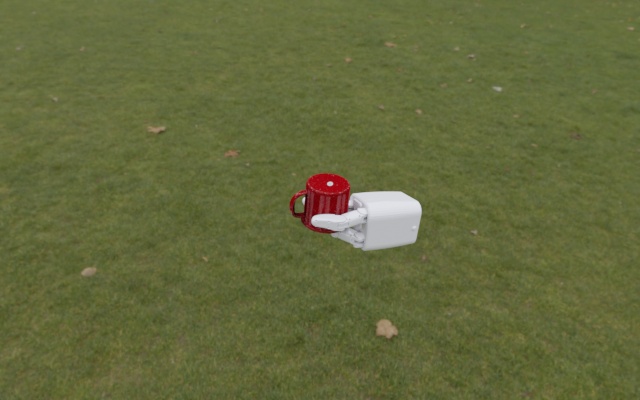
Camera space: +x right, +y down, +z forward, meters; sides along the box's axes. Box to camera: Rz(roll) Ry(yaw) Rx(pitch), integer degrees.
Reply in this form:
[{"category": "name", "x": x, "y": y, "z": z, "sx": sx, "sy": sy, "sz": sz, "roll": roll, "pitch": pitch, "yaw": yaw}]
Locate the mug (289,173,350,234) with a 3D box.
[{"category": "mug", "x": -0.001, "y": 0.003, "z": 0.880, "sx": 0.117, "sy": 0.081, "sz": 0.093, "roll": -4, "pitch": 32, "yaw": -15}]
